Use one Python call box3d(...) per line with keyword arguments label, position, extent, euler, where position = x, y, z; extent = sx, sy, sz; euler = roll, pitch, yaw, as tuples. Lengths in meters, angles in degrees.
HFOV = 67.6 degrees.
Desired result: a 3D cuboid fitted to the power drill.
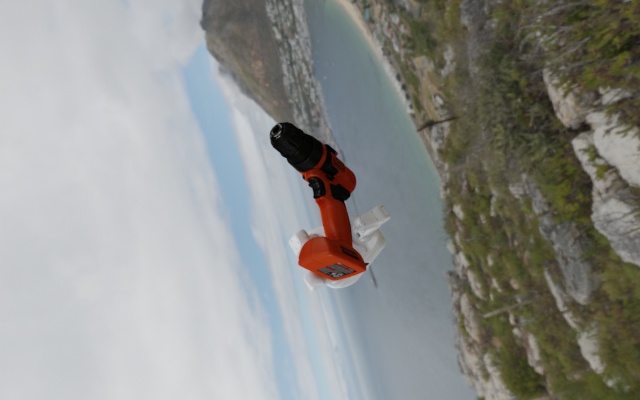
box3d(label="power drill", position=(0.000, 0.003, 0.641), extent=(0.057, 0.187, 0.184), euler=(-22, -32, 27))
